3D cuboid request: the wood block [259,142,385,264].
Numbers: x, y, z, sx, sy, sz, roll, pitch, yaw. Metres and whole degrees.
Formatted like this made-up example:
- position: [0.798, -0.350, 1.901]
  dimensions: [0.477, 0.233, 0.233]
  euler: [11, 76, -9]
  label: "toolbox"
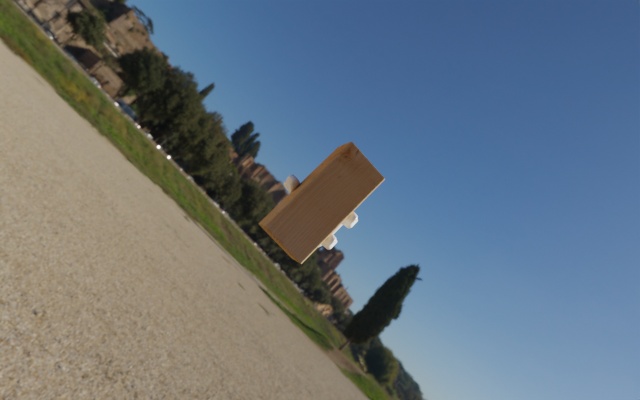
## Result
- position: [0.000, 0.002, 0.840]
  dimensions: [0.206, 0.091, 0.090]
  euler: [-45, 10, -10]
  label: "wood block"
